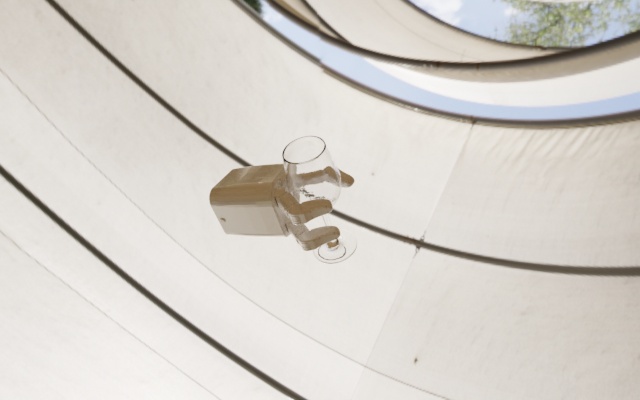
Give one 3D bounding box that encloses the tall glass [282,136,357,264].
[{"bbox_3d":[0.000,0.003,0.713,0.079,0.201,0.079,-10,41,9],"label":"tall glass"}]
